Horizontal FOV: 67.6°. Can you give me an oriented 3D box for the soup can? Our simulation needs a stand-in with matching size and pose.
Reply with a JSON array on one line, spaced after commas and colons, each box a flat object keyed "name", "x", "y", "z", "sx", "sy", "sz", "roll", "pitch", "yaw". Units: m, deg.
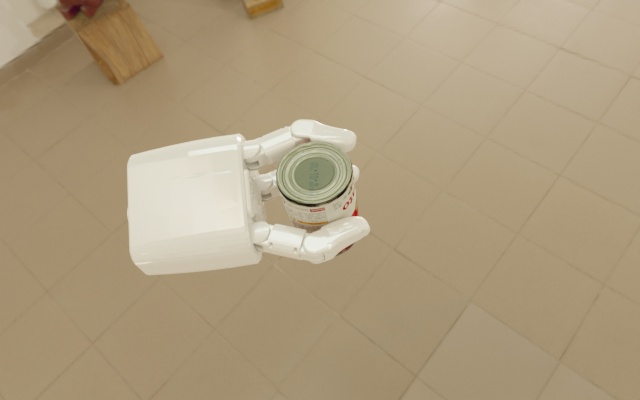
[{"name": "soup can", "x": 0.001, "y": 0.001, "z": 0.443, "sx": 0.068, "sy": 0.068, "sz": 0.102, "roll": 0, "pitch": -31, "yaw": 8}]
